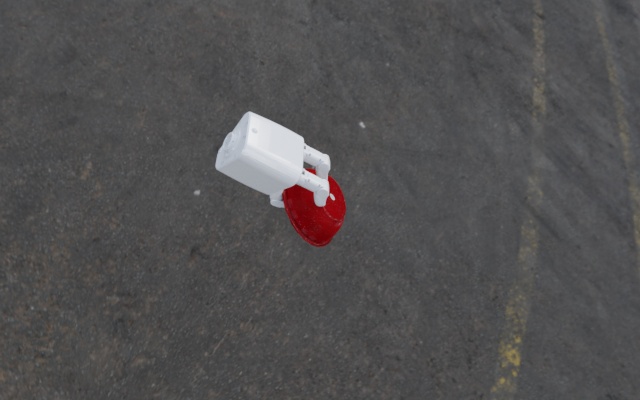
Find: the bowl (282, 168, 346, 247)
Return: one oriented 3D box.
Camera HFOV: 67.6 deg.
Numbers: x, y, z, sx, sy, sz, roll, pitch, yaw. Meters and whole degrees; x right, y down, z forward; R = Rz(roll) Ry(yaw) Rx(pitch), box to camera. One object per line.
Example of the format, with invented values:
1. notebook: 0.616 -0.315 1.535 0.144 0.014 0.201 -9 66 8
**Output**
1. bowl: 0.001 0.003 0.898 0.055 0.162 0.162 -22 -12 30
